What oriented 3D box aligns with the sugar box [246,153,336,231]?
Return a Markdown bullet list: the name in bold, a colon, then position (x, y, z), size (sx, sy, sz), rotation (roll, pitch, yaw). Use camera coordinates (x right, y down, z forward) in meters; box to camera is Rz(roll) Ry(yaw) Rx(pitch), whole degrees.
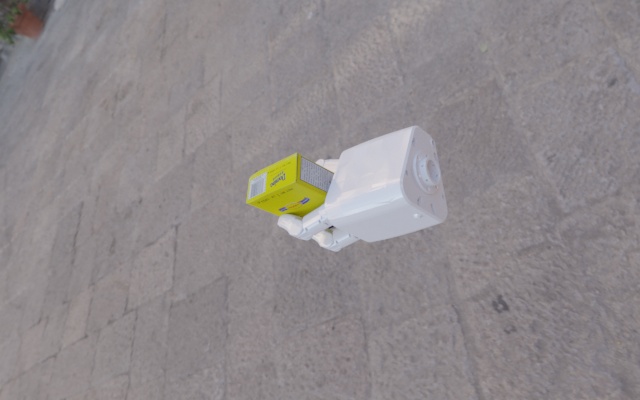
- **sugar box**: position (0.000, 0.002, 0.628), size (0.093, 0.048, 0.176), rotation (-21, -35, 40)
